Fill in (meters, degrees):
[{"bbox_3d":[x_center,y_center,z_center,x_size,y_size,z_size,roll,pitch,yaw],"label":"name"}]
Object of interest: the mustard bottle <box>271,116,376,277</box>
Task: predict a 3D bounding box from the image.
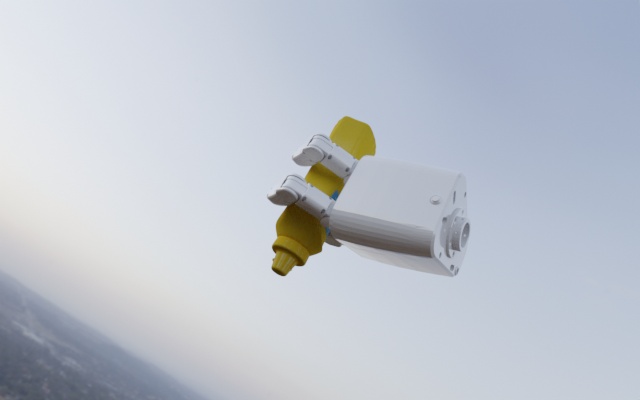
[{"bbox_3d":[0.000,0.001,0.540,0.058,0.191,0.096,25,-27,11],"label":"mustard bottle"}]
